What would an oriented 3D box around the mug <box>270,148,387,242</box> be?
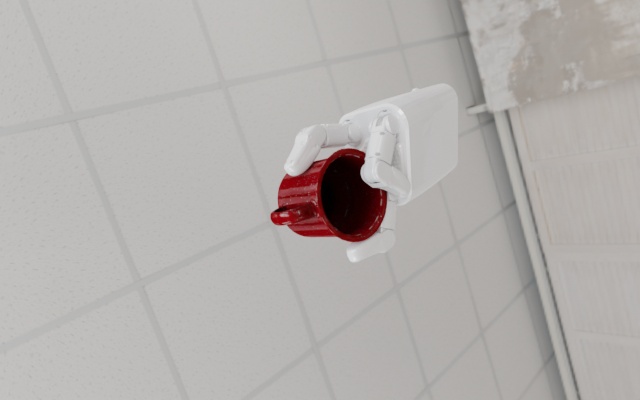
[{"bbox_3d":[-0.001,0.002,0.492,0.117,0.093,0.081,-26,12,-37],"label":"mug"}]
